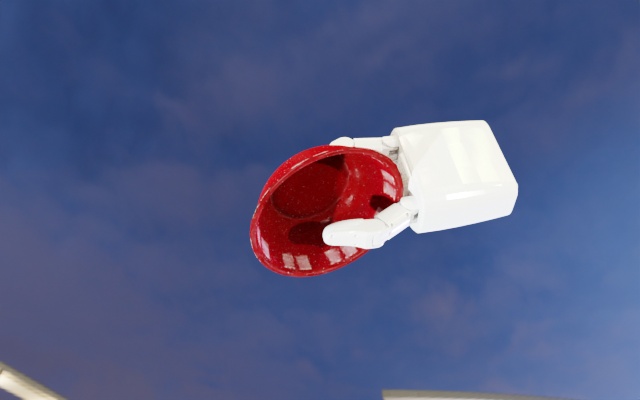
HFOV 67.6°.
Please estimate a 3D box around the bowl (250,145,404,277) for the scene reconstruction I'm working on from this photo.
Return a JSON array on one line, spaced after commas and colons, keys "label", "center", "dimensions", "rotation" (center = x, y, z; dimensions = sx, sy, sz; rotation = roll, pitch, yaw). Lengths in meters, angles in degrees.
[{"label": "bowl", "center": [-0.001, 0.001, 0.480], "dimensions": [0.162, 0.162, 0.055], "rotation": [0, 38, -30]}]
